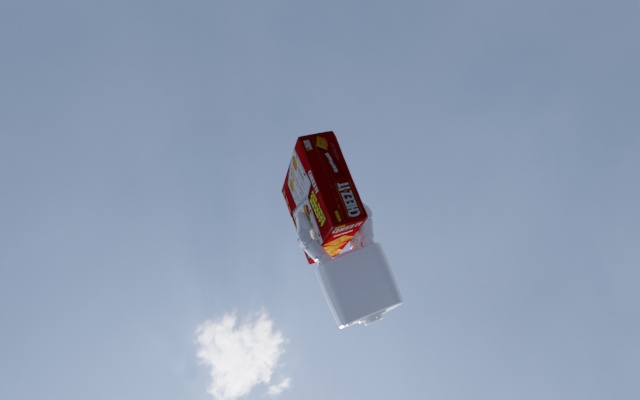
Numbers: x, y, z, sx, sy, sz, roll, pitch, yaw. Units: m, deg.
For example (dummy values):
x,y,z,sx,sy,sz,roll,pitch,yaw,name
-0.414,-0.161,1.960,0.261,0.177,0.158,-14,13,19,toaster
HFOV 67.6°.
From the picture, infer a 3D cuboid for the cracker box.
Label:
x,y,z,sx,sy,sz,roll,pitch,yaw,name
0.000,0.003,0.843,0.072,0.164,0.214,-15,-19,-18,cracker box
